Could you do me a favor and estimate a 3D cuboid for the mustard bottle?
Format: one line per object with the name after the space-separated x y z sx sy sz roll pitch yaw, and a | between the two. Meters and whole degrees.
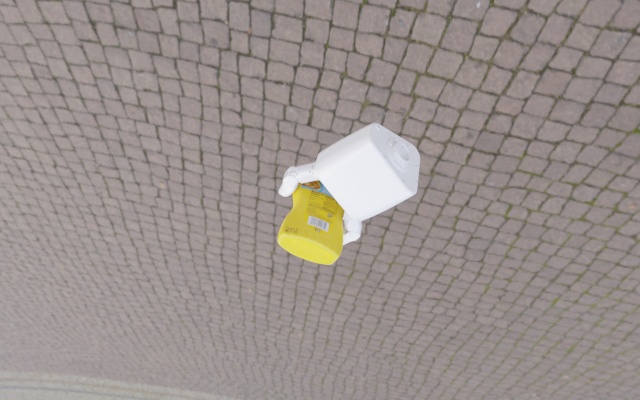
0.000 0.003 0.762 0.096 0.191 0.058 22 -39 -9 | mustard bottle
